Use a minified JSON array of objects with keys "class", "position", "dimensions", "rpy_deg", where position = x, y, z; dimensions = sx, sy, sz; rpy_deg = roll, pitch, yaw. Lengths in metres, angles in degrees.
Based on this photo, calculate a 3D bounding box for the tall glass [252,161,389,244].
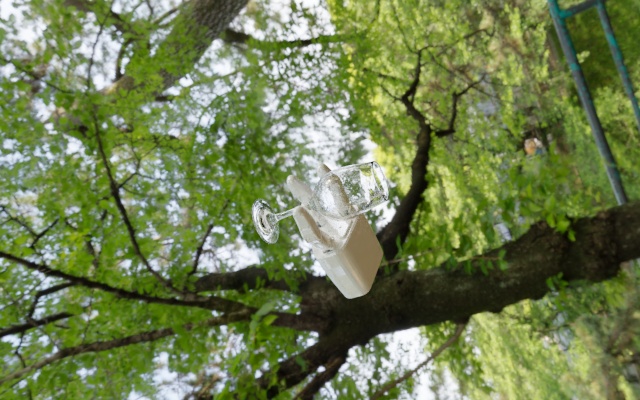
[{"class":"tall glass","position":[-0.001,0.003,0.724],"dimensions":[0.201,0.079,0.079],"rpy_deg":[-20,-8,21]}]
